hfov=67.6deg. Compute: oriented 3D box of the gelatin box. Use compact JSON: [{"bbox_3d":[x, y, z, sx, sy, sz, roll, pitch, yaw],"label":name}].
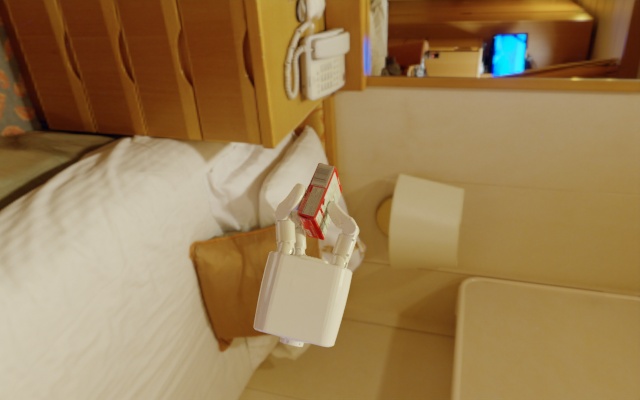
[{"bbox_3d":[0.001,0.002,0.692,0.030,0.089,0.073,15,-24,18],"label":"gelatin box"}]
